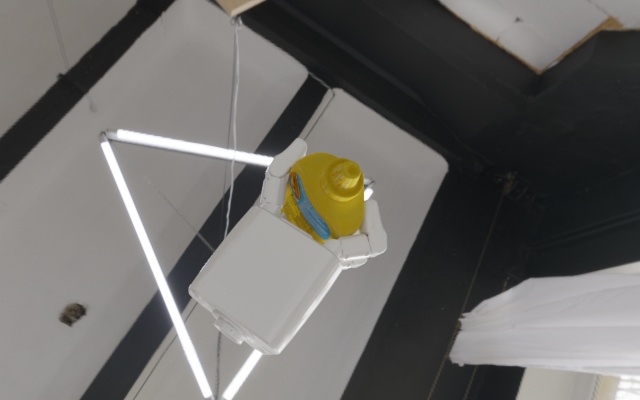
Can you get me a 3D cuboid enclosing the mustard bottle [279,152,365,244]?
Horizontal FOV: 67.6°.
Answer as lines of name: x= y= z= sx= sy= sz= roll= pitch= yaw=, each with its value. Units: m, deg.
mustard bottle: x=0.000 y=0.002 z=0.515 sx=0.058 sy=0.096 sz=0.192 roll=-25 pitch=-9 yaw=-23
